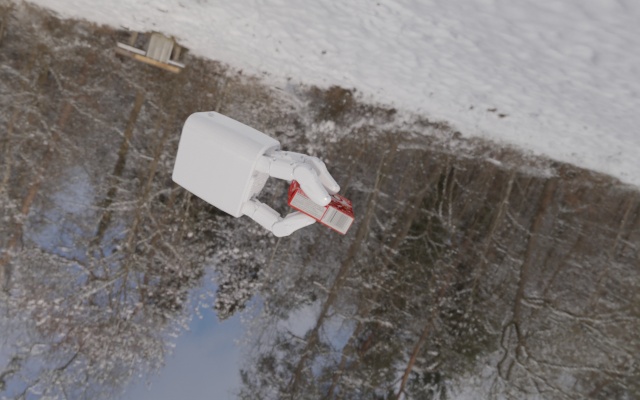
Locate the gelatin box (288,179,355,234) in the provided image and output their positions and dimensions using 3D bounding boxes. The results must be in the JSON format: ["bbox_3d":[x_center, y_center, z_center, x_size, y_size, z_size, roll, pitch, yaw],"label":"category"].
[{"bbox_3d":[0.000,0.003,0.645,0.089,0.030,0.073,29,15,-9],"label":"gelatin box"}]
